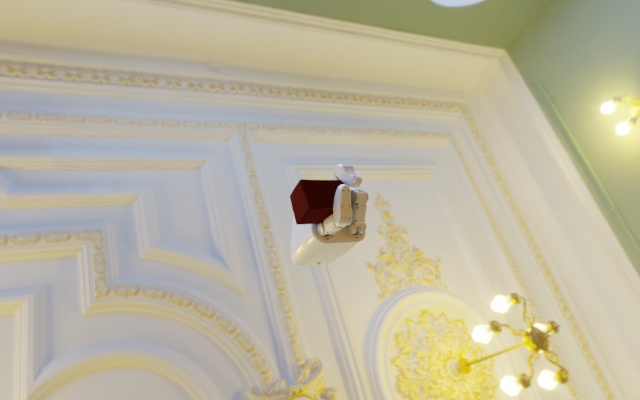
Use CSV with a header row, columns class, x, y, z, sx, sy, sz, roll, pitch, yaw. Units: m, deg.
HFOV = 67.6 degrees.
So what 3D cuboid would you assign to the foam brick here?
class,x,y,z,sx,sy,sz,roll,pitch,yaw
foam brick,0.000,0.002,0.731,0.078,0.053,0.051,0,-28,-29
